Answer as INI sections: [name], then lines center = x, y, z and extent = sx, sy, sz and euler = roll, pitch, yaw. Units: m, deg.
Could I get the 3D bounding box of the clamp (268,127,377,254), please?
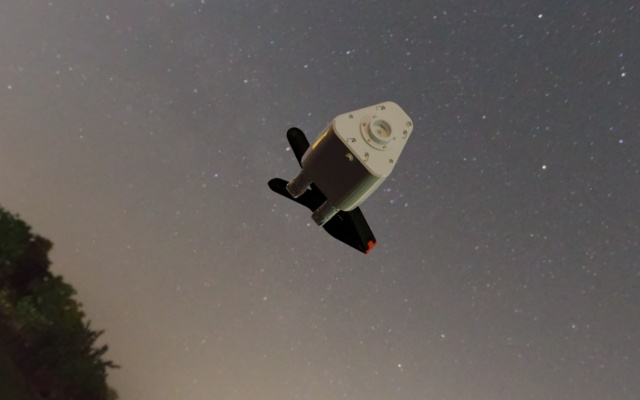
[clamp]
center = 0.001, 0.002, 0.740
extent = 0.036, 0.210, 0.165
euler = -41, -2, -29
